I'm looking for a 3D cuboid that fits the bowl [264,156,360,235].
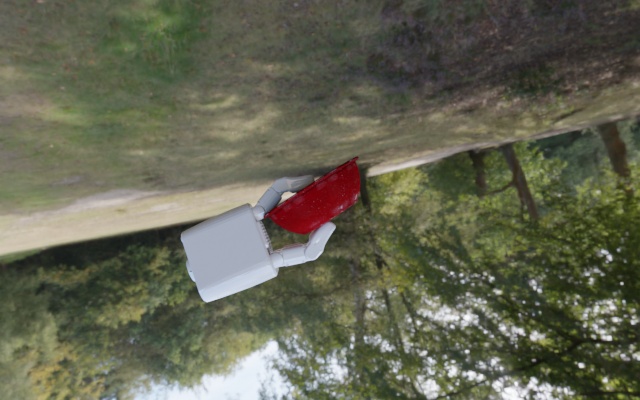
[{"bbox_3d":[0.001,0.002,0.686,0.162,0.055,0.162,-33,0,0],"label":"bowl"}]
